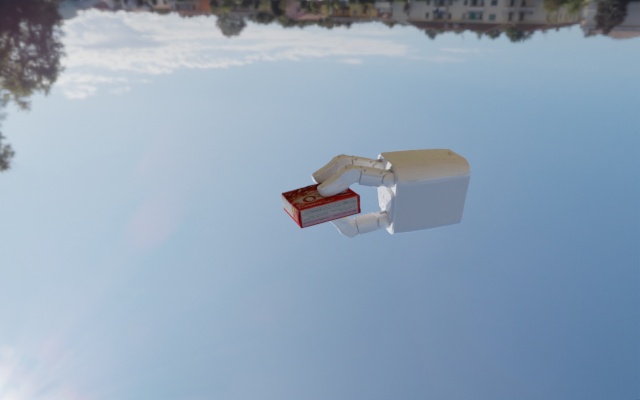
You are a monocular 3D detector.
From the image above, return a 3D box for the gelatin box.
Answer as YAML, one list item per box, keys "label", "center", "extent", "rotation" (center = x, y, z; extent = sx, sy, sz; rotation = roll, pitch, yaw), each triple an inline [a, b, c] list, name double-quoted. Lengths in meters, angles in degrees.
- label: "gelatin box"
  center: [0.000, 0.003, 0.651]
  extent: [0.089, 0.030, 0.073]
  rotation: [-15, 24, -18]
